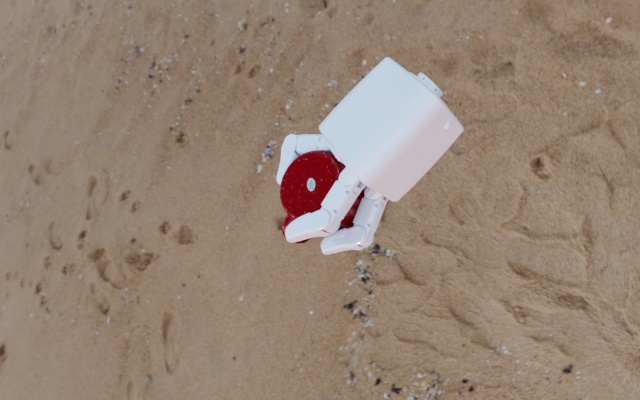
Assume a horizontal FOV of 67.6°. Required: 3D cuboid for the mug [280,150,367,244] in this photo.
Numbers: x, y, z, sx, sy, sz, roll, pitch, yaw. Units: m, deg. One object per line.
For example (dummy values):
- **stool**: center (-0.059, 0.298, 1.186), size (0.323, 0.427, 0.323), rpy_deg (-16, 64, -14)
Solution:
- **mug**: center (-0.001, 0.003, 0.543), size (0.081, 0.117, 0.093), rpy_deg (26, 21, -54)
